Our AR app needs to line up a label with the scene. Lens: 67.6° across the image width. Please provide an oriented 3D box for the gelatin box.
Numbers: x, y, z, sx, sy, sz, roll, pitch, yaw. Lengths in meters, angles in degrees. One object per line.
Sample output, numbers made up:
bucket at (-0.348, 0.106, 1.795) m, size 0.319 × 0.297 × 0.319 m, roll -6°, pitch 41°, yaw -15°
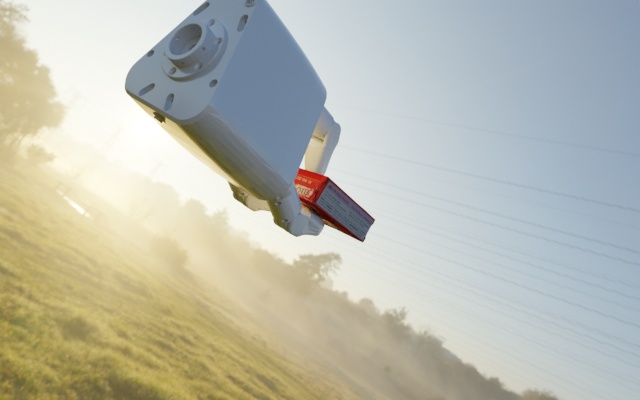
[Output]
gelatin box at (0.000, 0.001, 0.464) m, size 0.073 × 0.030 × 0.089 m, roll 22°, pitch -12°, yaw 45°
